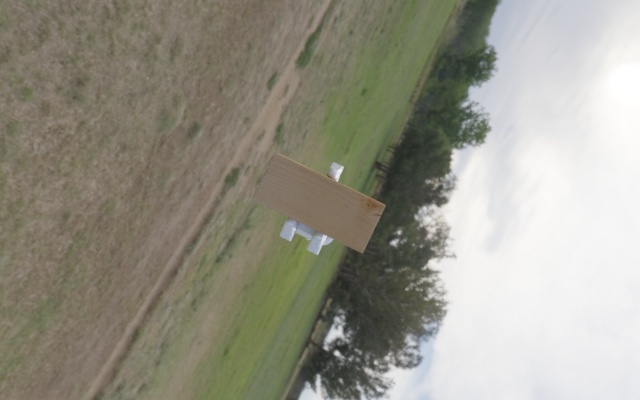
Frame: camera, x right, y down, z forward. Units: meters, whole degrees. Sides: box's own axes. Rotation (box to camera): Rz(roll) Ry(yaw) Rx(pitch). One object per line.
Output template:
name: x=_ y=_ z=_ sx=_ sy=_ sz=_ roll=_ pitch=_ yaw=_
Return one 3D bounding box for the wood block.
wood block: x=0.000 y=0.003 z=0.835 sx=0.206 sy=0.091 sz=0.090 roll=26 pitch=3 yaw=5
